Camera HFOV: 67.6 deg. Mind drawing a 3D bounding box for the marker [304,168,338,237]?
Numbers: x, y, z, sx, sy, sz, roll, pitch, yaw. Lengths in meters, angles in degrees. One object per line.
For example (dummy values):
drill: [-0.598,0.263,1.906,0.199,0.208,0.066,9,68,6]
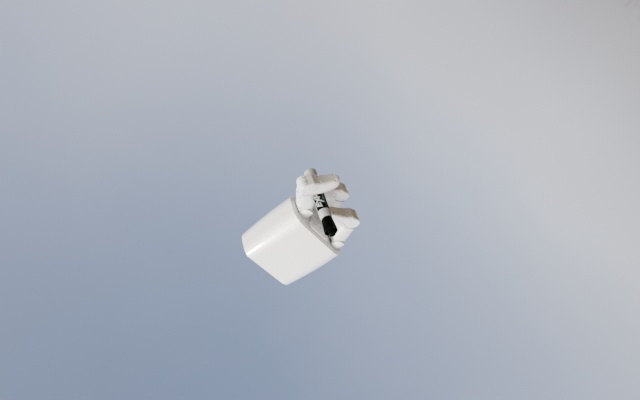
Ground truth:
marker: [0.000,0.002,0.672,0.020,0.121,0.020,-12,-40,-10]
